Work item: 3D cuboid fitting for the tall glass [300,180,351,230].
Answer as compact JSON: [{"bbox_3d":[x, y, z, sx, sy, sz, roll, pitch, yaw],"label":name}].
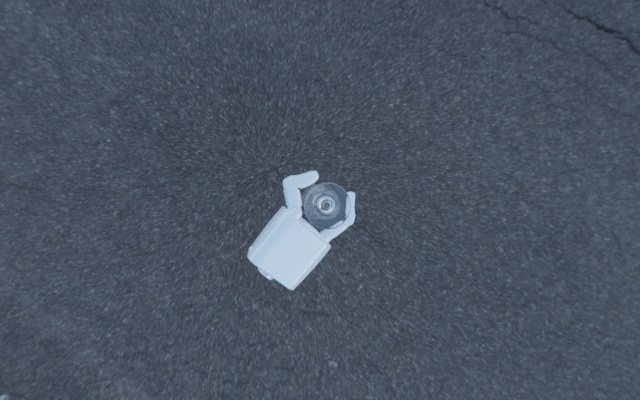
[{"bbox_3d":[0.000,0.003,0.850,0.079,0.079,0.201,0,4,-6],"label":"tall glass"}]
